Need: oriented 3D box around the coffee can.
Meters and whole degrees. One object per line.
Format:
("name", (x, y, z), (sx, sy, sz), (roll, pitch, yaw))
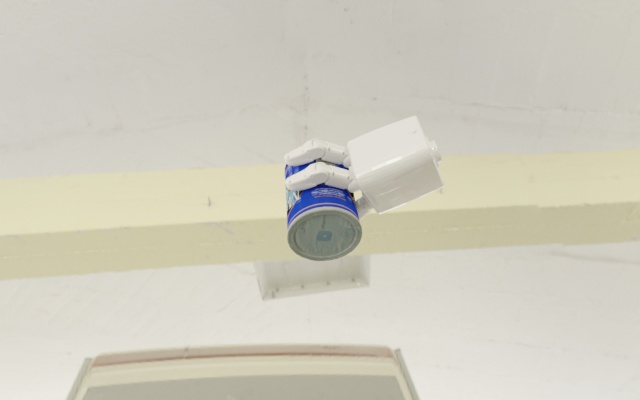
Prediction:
("coffee can", (0.000, 0.002, 0.696), (0.103, 0.103, 0.140), (0, 43, -7))
